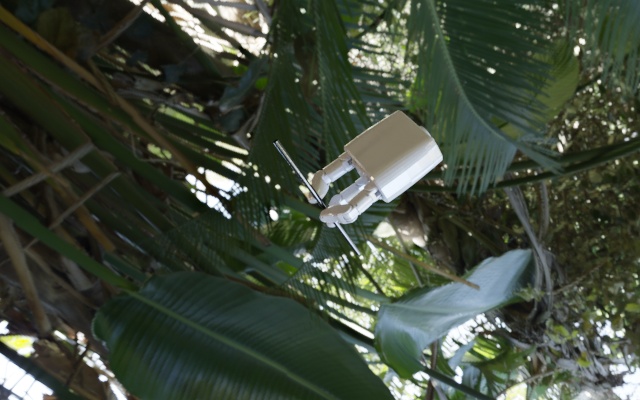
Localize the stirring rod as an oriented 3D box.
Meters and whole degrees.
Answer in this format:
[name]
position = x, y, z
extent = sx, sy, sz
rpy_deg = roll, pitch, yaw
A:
[stirring rod]
position = 0.000, 0.002, 0.713
extent = 0.011, 0.011, 0.240
rpy_deg = 0, -44, 45
